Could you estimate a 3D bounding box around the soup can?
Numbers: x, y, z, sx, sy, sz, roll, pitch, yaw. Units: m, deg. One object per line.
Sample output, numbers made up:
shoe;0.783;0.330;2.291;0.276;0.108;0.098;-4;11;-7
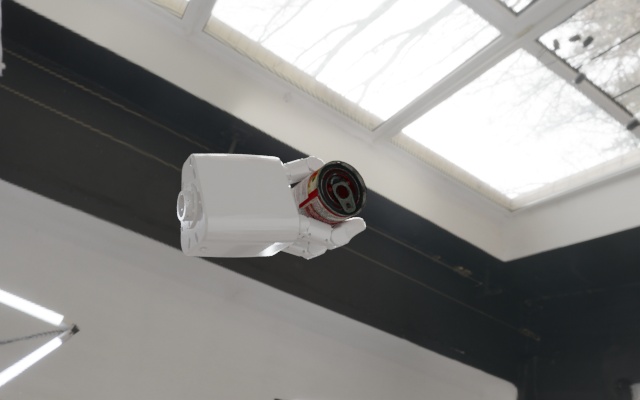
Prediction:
soup can;0.000;0.002;0.583;0.068;0.068;0.102;0;-19;-32
